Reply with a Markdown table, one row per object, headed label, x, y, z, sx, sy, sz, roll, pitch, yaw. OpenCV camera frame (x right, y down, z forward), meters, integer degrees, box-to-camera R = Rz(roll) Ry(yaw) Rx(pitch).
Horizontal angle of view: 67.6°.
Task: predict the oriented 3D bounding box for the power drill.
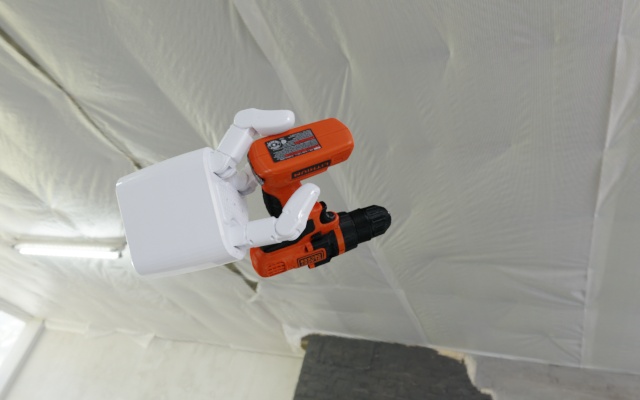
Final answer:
| label | x | y | z | sx | sy | sz | roll | pitch | yaw |
| --- | --- | --- | --- | --- | --- | --- | --- | --- | --- |
| power drill | 0.000 | 0.002 | 0.541 | 0.184 | 0.188 | 0.057 | -20 | 47 | -14 |
